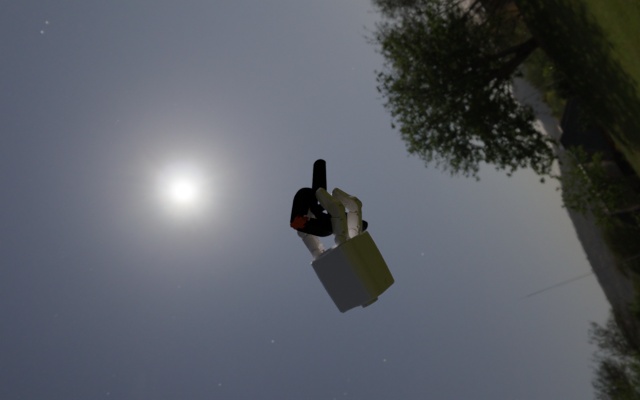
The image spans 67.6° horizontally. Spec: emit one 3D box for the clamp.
[{"bbox_3d":[-0.001,0.004,0.854,0.036,0.164,0.210,-36,-9,28],"label":"clamp"}]
